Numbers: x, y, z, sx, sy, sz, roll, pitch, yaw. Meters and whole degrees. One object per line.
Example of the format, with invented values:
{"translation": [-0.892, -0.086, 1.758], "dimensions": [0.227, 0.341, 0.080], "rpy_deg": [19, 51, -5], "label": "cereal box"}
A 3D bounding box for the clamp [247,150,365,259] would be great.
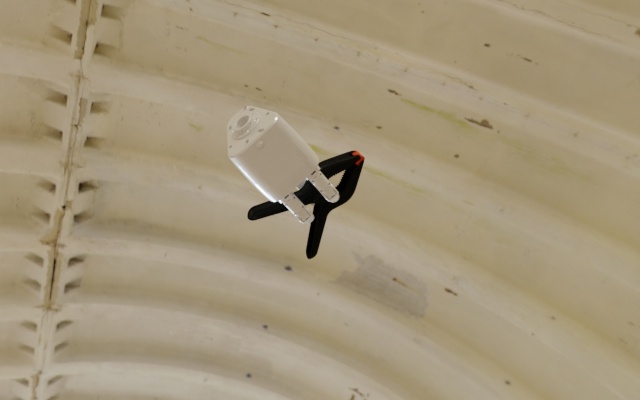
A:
{"translation": [0.000, 0.002, 0.820], "dimensions": [0.165, 0.210, 0.036], "rpy_deg": [47, 3, -39], "label": "clamp"}
